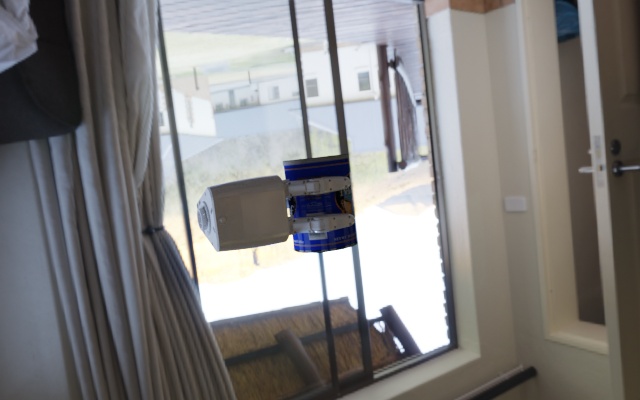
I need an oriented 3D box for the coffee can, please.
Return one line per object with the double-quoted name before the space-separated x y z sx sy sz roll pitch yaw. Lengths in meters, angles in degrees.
"coffee can" 0.000 0.002 0.743 0.103 0.140 0.103 -7 5 1
